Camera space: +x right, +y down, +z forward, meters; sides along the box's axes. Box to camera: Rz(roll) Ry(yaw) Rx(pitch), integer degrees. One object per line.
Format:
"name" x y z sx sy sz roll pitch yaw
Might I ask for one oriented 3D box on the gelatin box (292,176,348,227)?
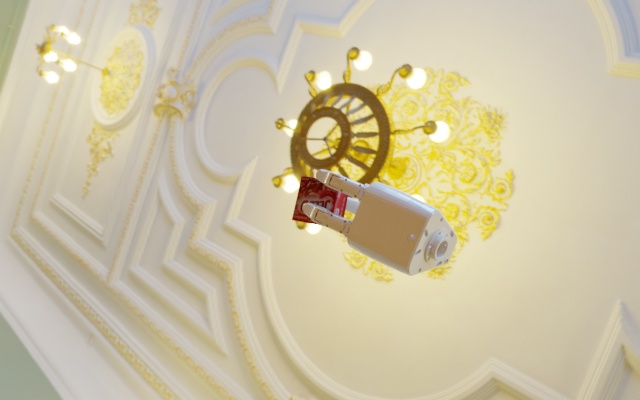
"gelatin box" 0.000 0.002 0.743 0.089 0.073 0.030 8 -6 45
